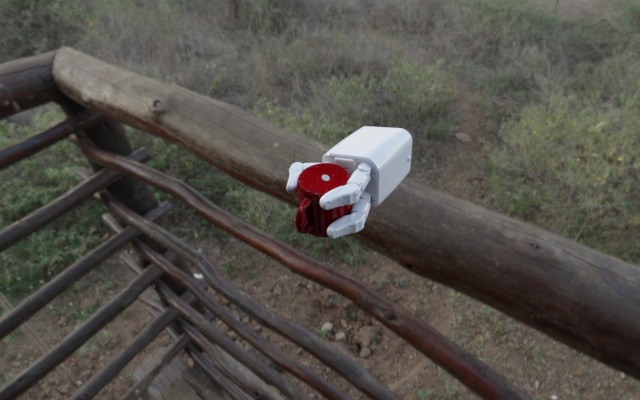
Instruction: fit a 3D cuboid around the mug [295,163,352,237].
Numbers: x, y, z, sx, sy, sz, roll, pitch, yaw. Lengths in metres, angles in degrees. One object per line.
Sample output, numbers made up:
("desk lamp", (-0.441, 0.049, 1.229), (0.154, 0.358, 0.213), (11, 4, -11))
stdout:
("mug", (-0.001, 0.003, 0.729), (0.093, 0.082, 0.117), (24, 49, 30))
